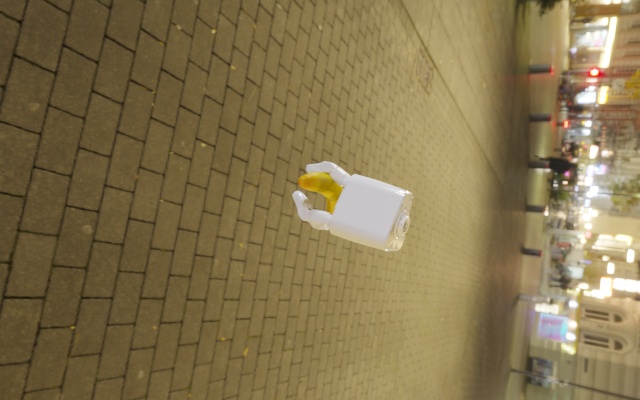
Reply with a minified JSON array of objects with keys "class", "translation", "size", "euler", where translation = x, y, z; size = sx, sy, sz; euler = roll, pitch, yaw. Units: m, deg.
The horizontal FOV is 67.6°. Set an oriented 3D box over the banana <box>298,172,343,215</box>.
[{"class":"banana","translation":[0.012,-0.010,0.891],"size":[0.037,0.069,0.198],"euler":[30,-15,27]}]
